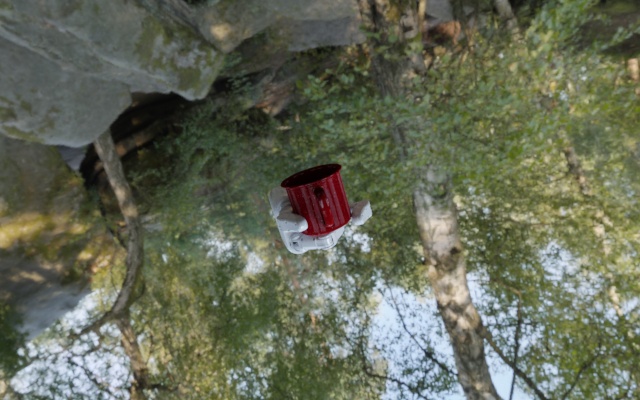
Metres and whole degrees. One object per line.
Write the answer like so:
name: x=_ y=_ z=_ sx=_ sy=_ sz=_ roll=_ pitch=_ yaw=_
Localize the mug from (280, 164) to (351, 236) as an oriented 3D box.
mug: x=0.001 y=0.003 z=0.692 sx=0.093 sy=0.081 sz=0.117 roll=-20 pitch=17 yaw=-8
